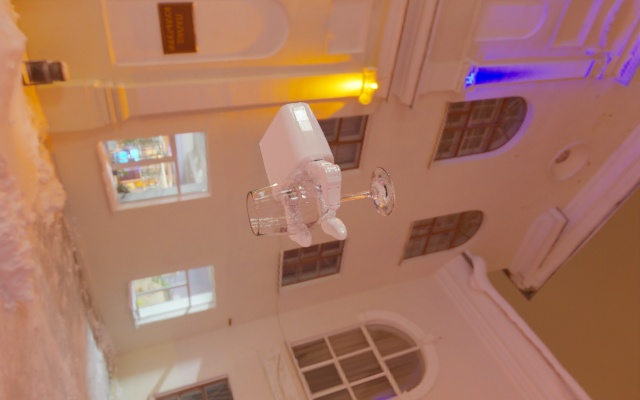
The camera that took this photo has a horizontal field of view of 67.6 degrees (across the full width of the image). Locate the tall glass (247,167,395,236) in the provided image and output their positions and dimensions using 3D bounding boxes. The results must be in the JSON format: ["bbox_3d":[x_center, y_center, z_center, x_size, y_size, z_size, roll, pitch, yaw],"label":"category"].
[{"bbox_3d":[0.001,0.002,0.678,0.201,0.079,0.079,-10,3,-20],"label":"tall glass"}]
